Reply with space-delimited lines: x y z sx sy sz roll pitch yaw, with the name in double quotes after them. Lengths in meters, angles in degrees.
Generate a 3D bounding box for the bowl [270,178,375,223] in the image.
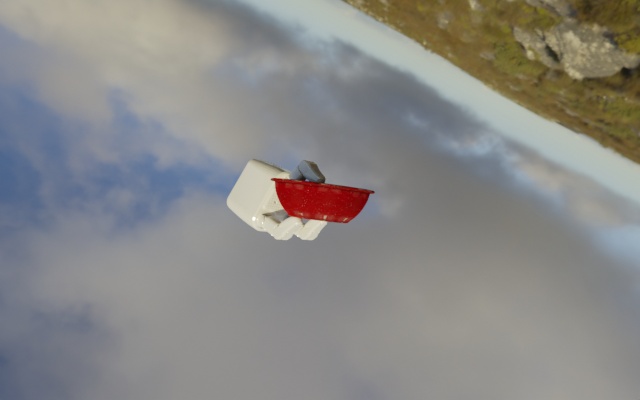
0.001 0.003 0.734 0.162 0.055 0.162 7 -1 0 "bowl"
